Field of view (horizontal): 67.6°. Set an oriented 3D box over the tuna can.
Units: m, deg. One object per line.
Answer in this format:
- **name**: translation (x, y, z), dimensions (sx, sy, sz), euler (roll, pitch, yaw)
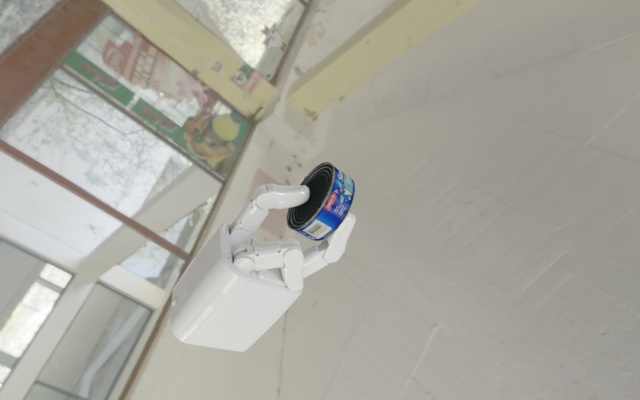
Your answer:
- **tuna can**: translation (0.001, 0.002, 0.537), dimensions (0.034, 0.086, 0.086), euler (31, -14, -23)
